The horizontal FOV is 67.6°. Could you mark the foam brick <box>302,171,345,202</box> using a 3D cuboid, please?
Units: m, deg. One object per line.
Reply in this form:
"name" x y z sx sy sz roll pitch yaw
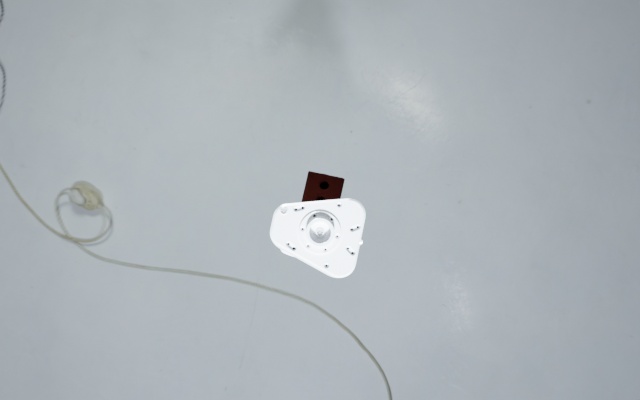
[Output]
"foam brick" 0.000 0.002 0.676 0.053 0.078 0.051 12 -5 0
